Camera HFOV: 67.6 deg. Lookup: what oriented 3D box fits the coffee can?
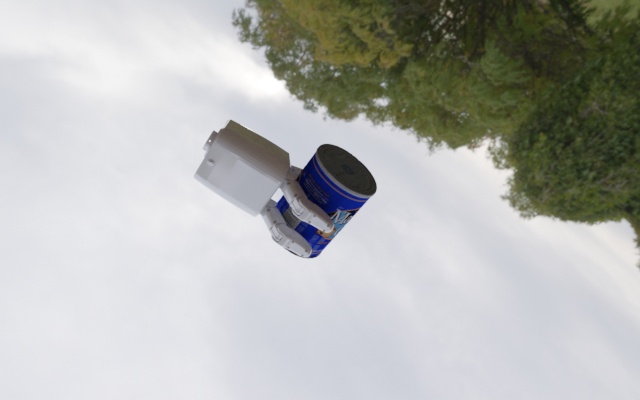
[{"bbox_3d":[0.000,0.002,0.701,0.103,0.102,0.140,0,-43,-49],"label":"coffee can"}]
